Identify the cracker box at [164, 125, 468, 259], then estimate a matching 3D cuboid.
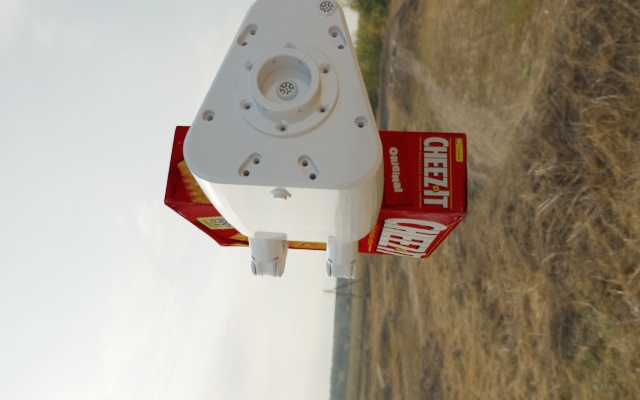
[{"bbox_3d":[0.000,0.001,0.412,0.213,0.072,0.164,3,-16,4],"label":"cracker box"}]
